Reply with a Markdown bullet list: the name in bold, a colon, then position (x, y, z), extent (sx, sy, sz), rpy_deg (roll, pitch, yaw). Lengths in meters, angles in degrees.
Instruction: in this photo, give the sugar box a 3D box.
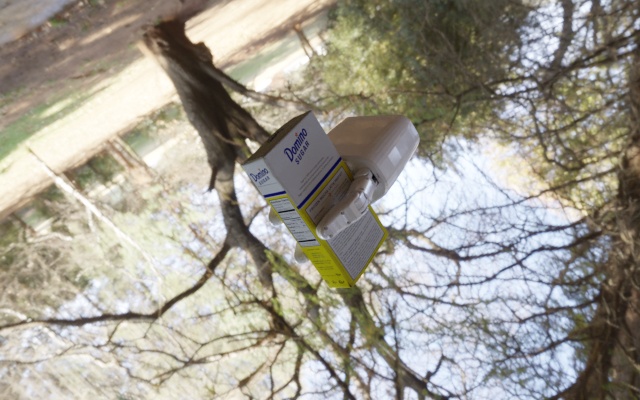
- **sugar box**: position (0.000, 0.002, 0.522), extent (0.048, 0.176, 0.093), rpy_deg (-14, 28, 46)
